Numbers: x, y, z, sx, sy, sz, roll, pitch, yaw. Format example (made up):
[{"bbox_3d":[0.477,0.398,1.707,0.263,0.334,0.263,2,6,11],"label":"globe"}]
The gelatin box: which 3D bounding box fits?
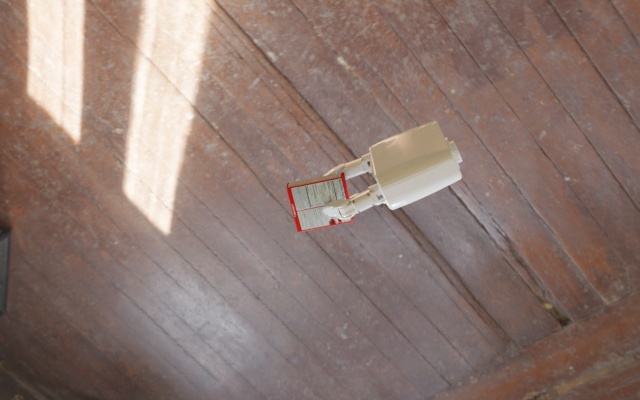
[{"bbox_3d":[0.000,0.003,0.716,0.089,0.073,0.030,-12,19,6],"label":"gelatin box"}]
